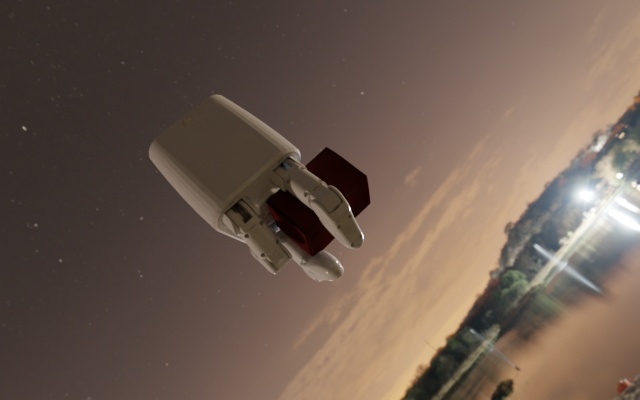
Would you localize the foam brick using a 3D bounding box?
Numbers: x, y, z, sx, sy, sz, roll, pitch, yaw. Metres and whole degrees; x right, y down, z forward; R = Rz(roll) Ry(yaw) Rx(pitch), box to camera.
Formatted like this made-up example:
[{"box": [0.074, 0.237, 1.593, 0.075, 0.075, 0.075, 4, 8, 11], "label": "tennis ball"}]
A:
[{"box": [0.000, 0.001, 0.433, 0.051, 0.078, 0.053, 39, -18, 25], "label": "foam brick"}]
